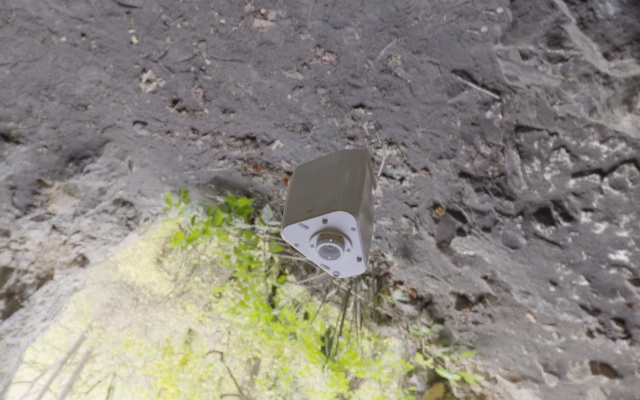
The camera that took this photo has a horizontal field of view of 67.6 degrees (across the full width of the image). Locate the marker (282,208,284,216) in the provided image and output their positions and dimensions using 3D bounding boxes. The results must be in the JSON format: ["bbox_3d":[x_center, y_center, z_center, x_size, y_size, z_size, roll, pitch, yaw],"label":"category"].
[{"bbox_3d":[0.000,0.002,0.643,0.121,0.020,0.020,-19,-8,24],"label":"marker"}]
